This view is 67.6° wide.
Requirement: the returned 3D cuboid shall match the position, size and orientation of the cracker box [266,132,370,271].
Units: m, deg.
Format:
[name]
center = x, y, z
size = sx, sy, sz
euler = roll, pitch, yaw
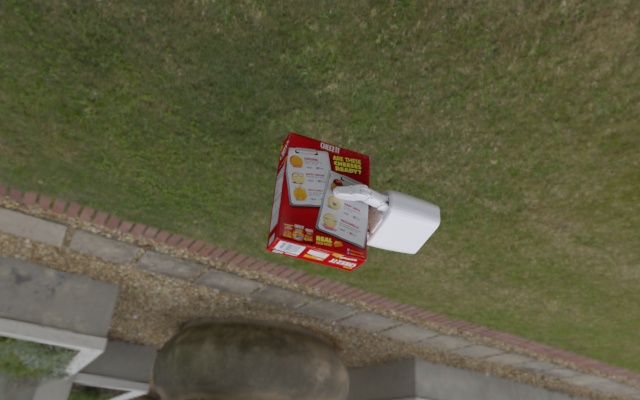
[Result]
[cracker box]
center = 0.000, 0.003, 0.849
size = 0.164, 0.213, 0.072
euler = 15, -31, -18
